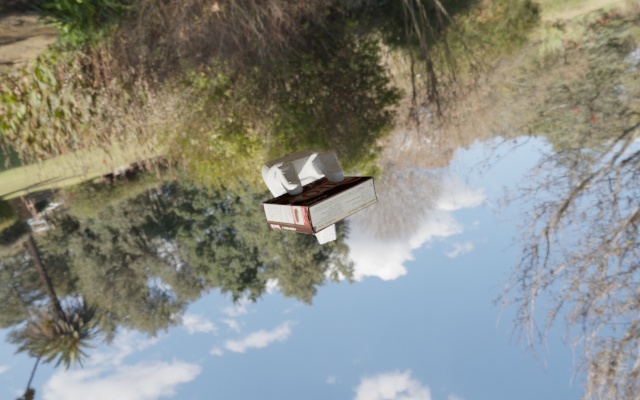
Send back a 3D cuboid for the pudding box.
[{"bbox_3d":[0.000,0.002,0.586,0.113,0.039,0.090,-27,19,-37],"label":"pudding box"}]
